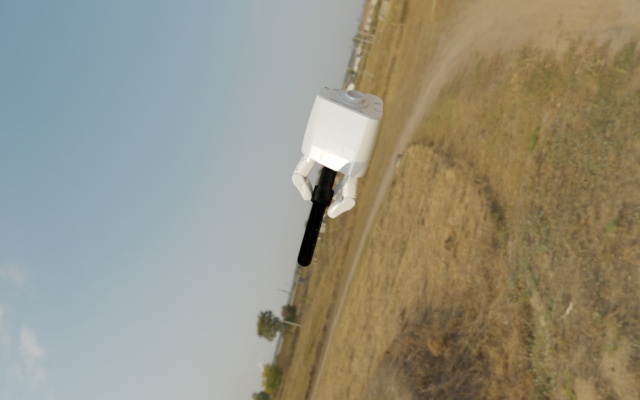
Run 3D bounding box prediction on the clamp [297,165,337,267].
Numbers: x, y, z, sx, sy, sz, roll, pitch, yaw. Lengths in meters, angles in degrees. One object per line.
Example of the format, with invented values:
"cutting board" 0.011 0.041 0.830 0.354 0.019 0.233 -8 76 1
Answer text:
"clamp" -0.001 0.002 0.836 0.036 0.165 0.209 17 35 -2
